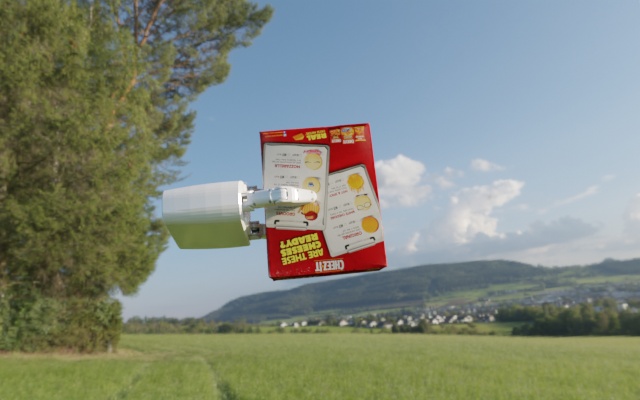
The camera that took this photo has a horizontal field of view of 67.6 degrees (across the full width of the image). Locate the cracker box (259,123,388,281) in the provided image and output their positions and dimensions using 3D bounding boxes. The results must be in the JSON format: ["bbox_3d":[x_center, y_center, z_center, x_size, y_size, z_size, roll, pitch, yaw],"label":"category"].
[{"bbox_3d":[0.000,0.002,0.697,0.164,0.213,0.072,-5,-14,-2],"label":"cracker box"}]
